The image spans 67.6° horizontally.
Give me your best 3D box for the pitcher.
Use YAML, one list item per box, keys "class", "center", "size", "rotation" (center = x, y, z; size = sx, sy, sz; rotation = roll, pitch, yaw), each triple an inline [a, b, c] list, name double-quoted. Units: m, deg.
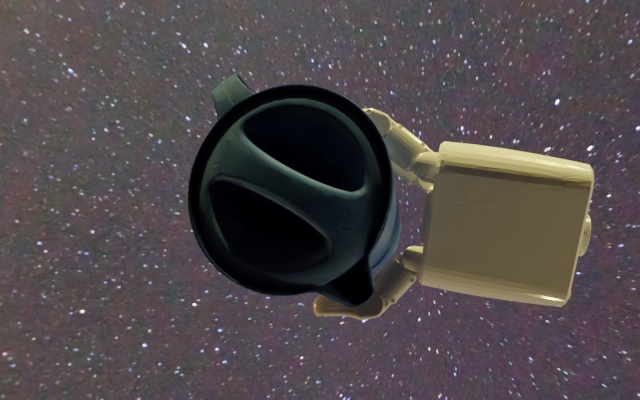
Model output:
- class: "pitcher"
  center: [0.000, 0.001, 0.405]
  size: [0.145, 0.149, 0.243]
  rotation: [8, -7, 15]
